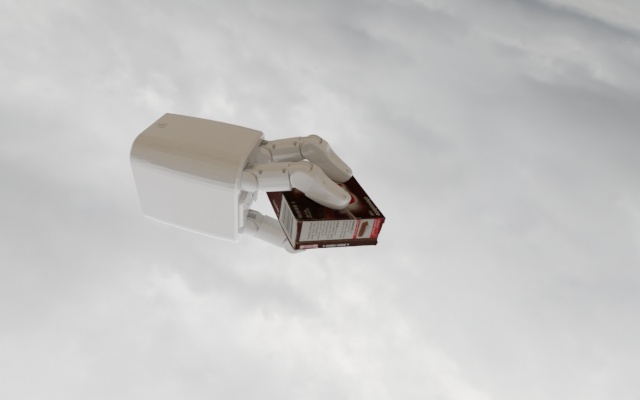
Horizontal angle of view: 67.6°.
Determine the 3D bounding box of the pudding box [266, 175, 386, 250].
[{"bbox_3d":[0.000,0.002,0.482,0.090,0.039,0.113,-2,35,-21],"label":"pudding box"}]
